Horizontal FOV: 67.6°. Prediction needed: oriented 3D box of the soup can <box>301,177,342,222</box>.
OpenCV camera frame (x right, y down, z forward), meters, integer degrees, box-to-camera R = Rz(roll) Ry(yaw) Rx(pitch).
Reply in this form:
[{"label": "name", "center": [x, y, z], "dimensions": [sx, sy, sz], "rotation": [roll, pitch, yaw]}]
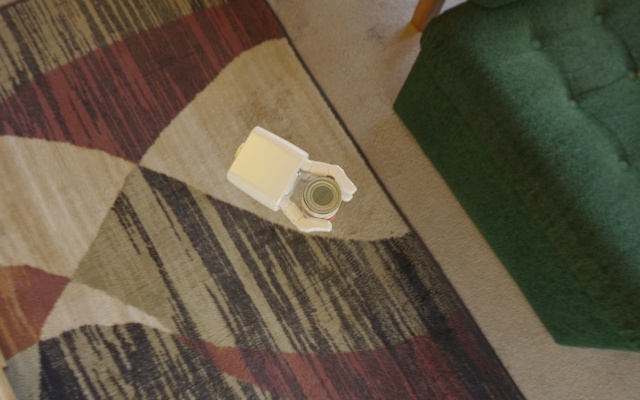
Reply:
[{"label": "soup can", "center": [0.001, 0.003, 0.855], "dimensions": [0.068, 0.068, 0.102], "rotation": [0, -14, -4]}]
